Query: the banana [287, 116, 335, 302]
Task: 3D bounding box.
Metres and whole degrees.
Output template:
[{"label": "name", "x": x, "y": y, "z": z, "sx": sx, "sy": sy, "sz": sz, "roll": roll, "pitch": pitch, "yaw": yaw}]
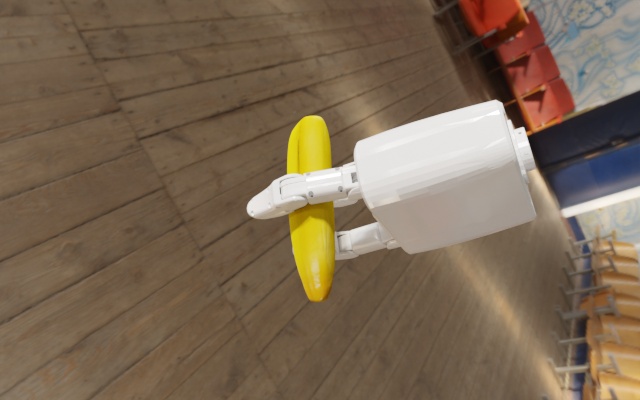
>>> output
[{"label": "banana", "x": -0.005, "y": -0.013, "z": 0.413, "sx": 0.037, "sy": 0.197, "sz": 0.070, "roll": -11, "pitch": -42, "yaw": 12}]
